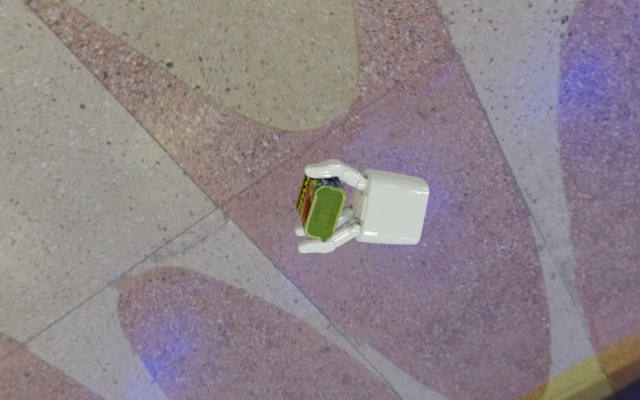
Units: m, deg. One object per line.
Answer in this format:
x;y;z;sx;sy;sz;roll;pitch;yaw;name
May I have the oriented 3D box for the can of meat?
0.000;0.003;0.781;0.057;0.102;0.084;10;26;-16;can of meat
